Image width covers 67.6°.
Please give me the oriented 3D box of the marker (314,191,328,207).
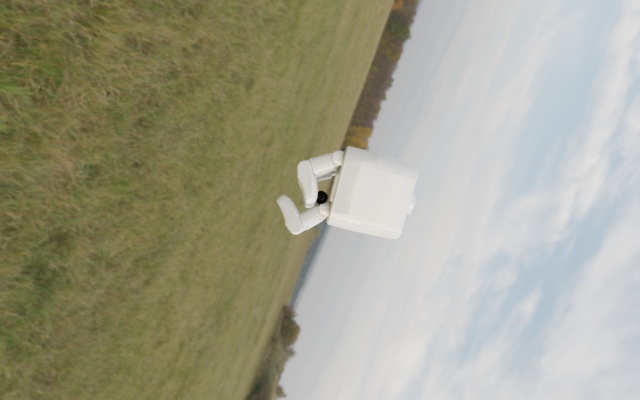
[{"bbox_3d":[0.000,0.002,0.721,0.020,0.020,0.121,0,-7,-1],"label":"marker"}]
